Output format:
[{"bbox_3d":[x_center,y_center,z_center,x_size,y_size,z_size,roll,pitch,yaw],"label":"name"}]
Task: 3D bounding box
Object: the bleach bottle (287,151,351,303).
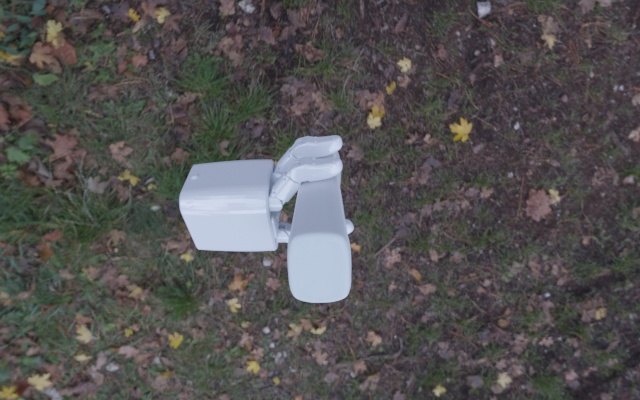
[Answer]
[{"bbox_3d":[0.000,0.002,0.599,0.068,0.103,0.250,-1,34,1],"label":"bleach bottle"}]
